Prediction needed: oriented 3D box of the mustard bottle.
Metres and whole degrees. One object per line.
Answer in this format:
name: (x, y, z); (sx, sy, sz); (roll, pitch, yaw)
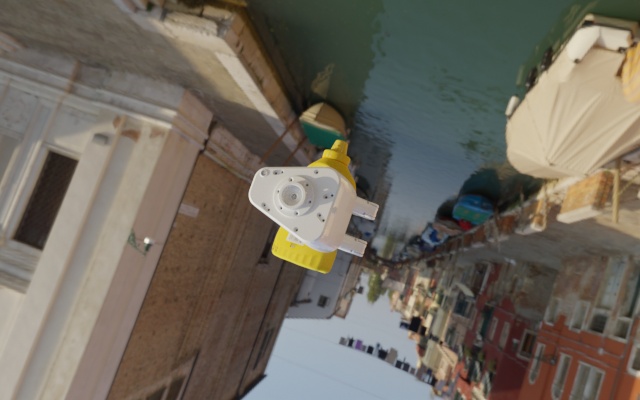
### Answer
mustard bottle: (0.000, 0.003, 0.700); (0.096, 0.191, 0.058); (15, -7, 39)
